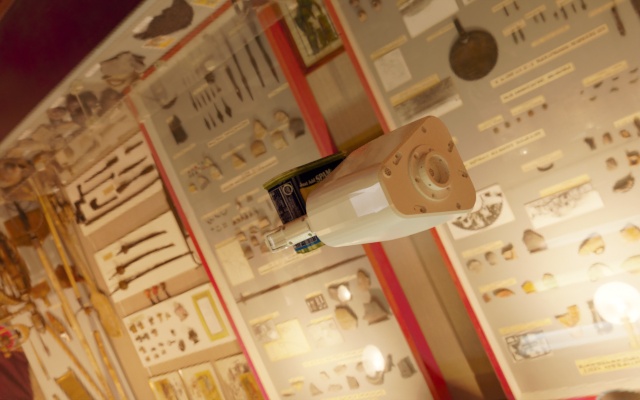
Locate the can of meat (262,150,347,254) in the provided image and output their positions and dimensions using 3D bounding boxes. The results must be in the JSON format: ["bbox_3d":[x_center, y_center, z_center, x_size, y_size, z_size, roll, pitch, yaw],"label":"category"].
[{"bbox_3d":[0.000,0.002,0.518,0.102,0.084,0.057,-24,-1,-40],"label":"can of meat"}]
